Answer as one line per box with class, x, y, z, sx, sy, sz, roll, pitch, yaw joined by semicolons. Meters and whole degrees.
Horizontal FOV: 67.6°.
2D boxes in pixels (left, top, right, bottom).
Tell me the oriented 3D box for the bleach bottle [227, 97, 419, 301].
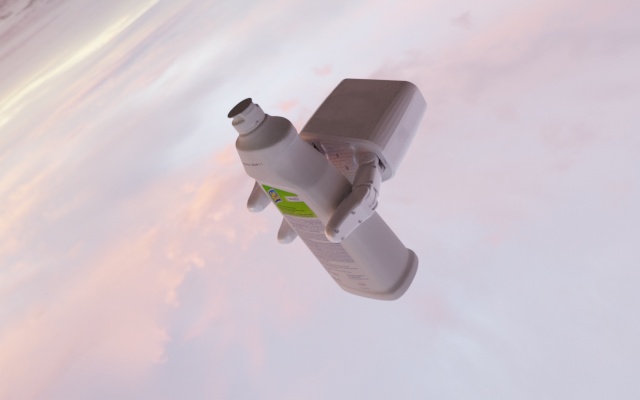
bleach bottle;0.000;0.002;0.484;0.102;0.068;0.251;0;-43;46
